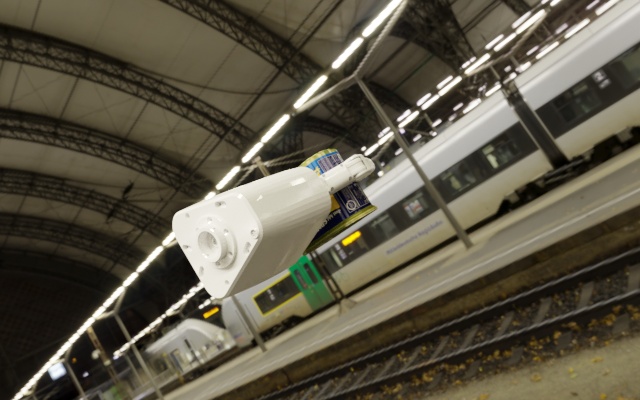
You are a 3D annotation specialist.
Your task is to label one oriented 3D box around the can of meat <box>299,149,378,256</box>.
[{"bbox_3d":[0.000,0.001,0.542,0.102,0.084,0.057,-38,-8,38],"label":"can of meat"}]
